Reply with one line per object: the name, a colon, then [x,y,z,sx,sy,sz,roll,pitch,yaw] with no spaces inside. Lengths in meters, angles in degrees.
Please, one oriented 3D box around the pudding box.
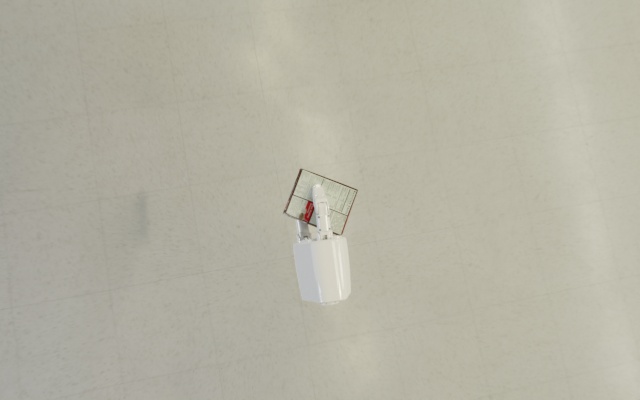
pudding box: [0.000,0.003,0.858,0.113,0.090,0.039,21,-5,-6]
